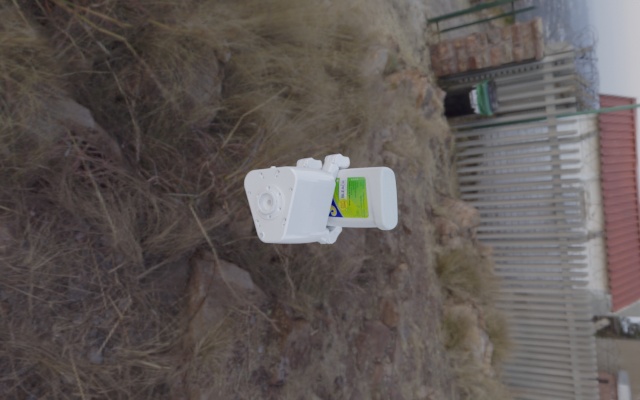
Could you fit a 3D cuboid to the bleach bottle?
[{"bbox_3d":[0.000,0.003,0.806,0.251,0.102,0.068,-4,-4,29],"label":"bleach bottle"}]
